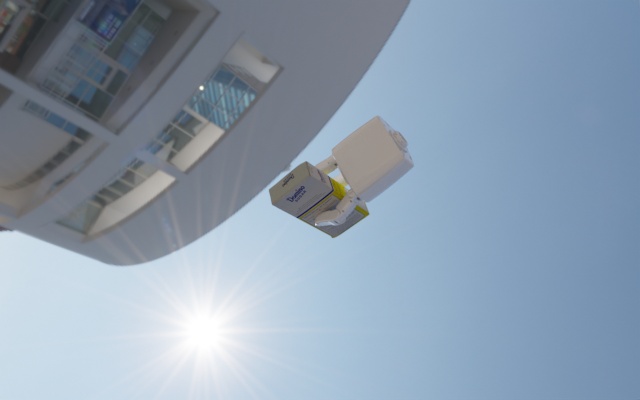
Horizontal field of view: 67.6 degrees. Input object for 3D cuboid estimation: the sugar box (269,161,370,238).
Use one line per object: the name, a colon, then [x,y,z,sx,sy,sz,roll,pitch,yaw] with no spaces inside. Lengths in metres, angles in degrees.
sugar box: [0.000,0.002,0.870,0.093,0.048,0.176,-36,-46,21]
